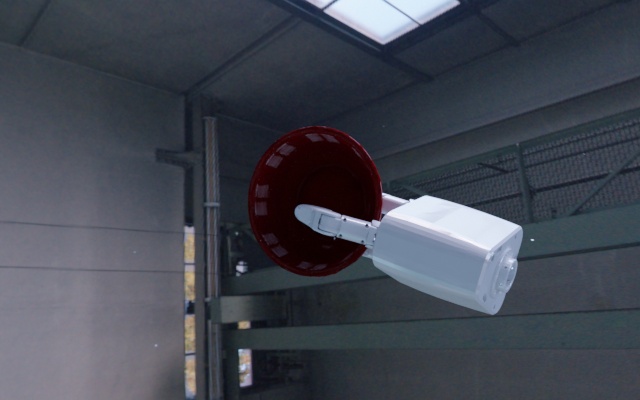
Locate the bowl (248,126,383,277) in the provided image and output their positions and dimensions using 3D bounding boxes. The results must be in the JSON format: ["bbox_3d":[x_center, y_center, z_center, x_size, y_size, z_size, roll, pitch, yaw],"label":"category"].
[{"bbox_3d":[-0.001,0.001,0.535,0.162,0.162,0.055,0,-2,25],"label":"bowl"}]
